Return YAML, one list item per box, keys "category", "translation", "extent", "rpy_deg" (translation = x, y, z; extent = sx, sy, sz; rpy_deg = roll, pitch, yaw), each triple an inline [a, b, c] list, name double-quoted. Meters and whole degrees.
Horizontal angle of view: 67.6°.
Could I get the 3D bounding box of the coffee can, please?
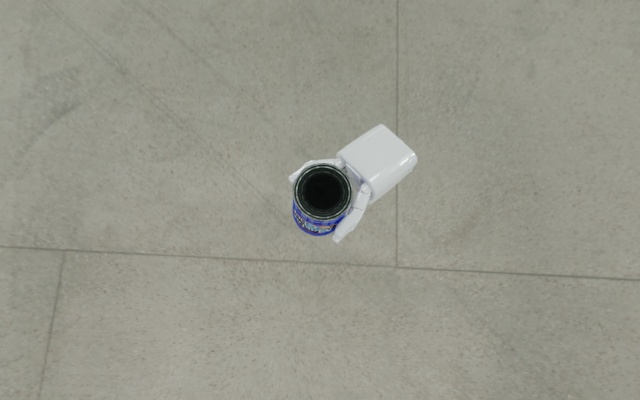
- category: "coffee can"
  translation: [0.000, 0.003, 0.863]
  extent: [0.103, 0.102, 0.140]
  rpy_deg: [0, -15, -4]
